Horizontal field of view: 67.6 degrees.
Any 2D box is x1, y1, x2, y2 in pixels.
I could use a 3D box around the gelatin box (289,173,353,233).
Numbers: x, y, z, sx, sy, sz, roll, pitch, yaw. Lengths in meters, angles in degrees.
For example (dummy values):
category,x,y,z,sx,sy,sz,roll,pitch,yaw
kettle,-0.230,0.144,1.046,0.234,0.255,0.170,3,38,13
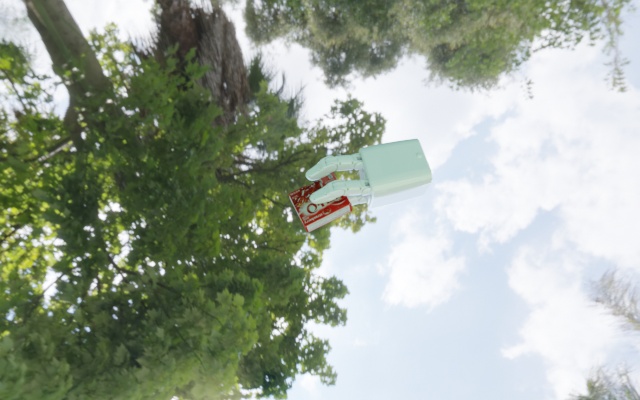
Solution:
category,x,y,z,sx,sy,sz,roll,pitch,yaw
gelatin box,0.000,0.003,0.824,0.089,0.073,0.030,-26,-30,-4
